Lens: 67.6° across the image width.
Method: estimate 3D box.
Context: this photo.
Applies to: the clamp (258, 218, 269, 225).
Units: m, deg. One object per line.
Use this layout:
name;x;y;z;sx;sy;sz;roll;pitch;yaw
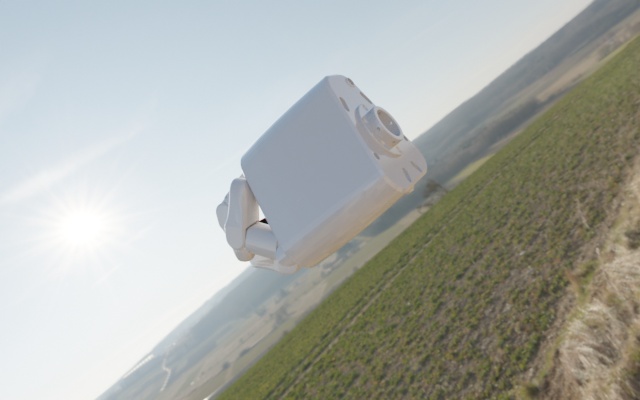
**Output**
clamp;0.000;0.001;0.492;0.120;0.039;0.171;-40;-3;31
